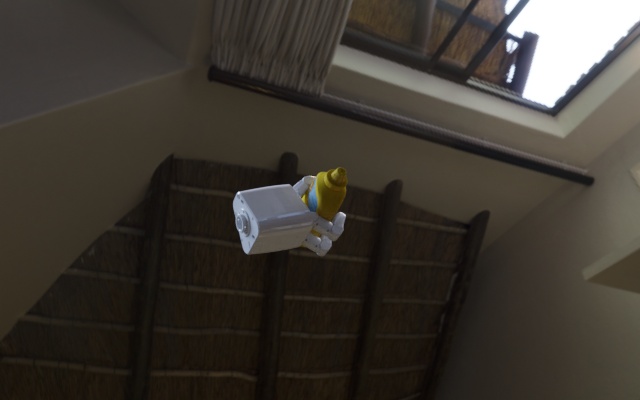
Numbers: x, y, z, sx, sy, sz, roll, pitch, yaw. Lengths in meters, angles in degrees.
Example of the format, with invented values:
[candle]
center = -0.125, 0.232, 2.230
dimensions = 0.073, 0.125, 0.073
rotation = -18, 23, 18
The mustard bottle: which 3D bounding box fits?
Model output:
[mustard bottle]
center = 0.000, 0.003, 0.899
dimensions = 0.058, 0.096, 0.192
rotation = 14, -40, -17
